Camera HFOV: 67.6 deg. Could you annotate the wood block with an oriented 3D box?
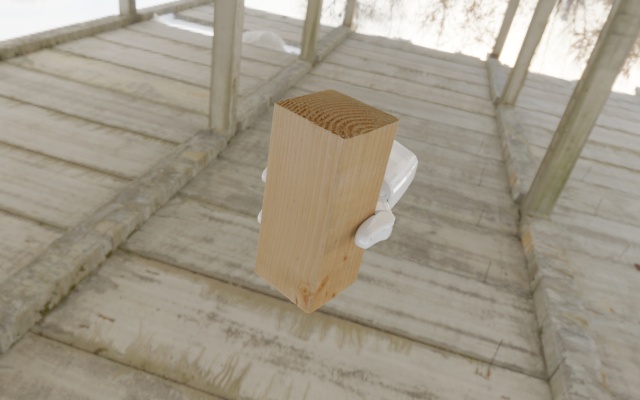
[{"bbox_3d":[0.001,0.002,0.503,0.090,0.206,0.090,31,37,30],"label":"wood block"}]
